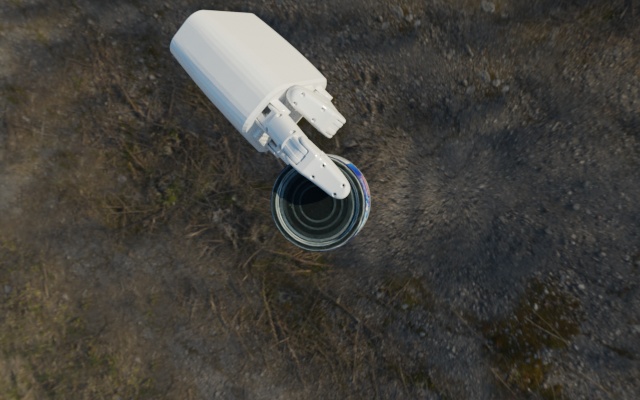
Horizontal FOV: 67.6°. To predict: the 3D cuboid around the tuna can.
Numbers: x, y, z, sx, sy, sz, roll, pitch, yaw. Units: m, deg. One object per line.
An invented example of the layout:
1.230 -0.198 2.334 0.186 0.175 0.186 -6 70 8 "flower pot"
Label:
0.000 0.001 0.422 0.086 0.086 0.034 0 5 12 "tuna can"
